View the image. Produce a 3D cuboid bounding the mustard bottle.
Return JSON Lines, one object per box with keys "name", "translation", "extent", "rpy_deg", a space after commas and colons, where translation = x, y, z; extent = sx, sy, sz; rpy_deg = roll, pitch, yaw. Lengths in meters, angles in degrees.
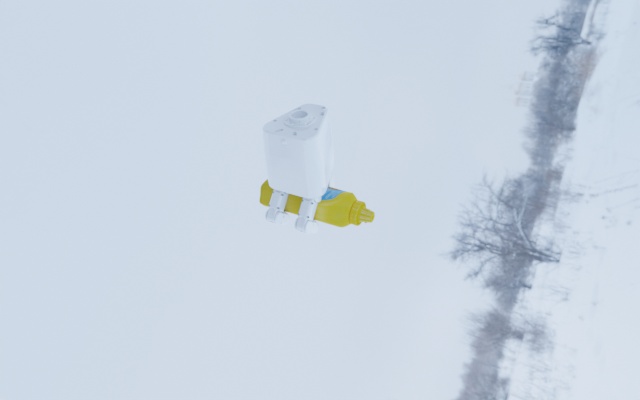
{"name": "mustard bottle", "translation": [0.000, 0.003, 0.803], "extent": [0.191, 0.058, 0.096], "rpy_deg": [15, 18, 24]}
